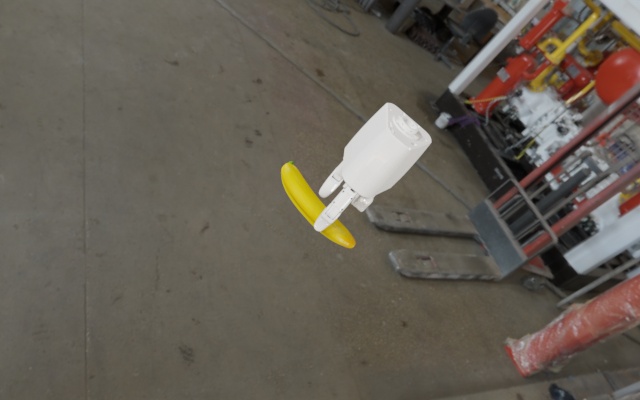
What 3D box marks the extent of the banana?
[{"bbox_3d":[-0.013,0.002,0.803,0.069,0.197,0.037,-10,-32,-51],"label":"banana"}]
